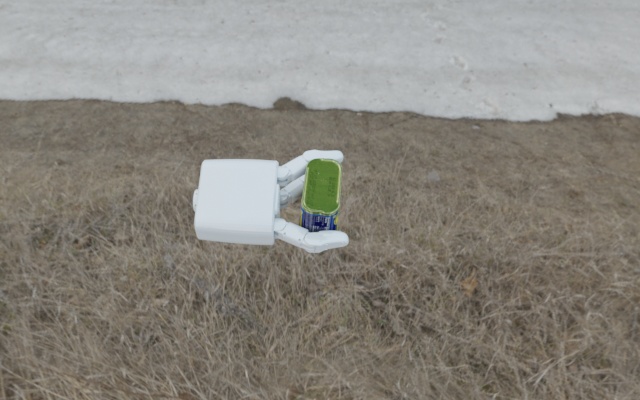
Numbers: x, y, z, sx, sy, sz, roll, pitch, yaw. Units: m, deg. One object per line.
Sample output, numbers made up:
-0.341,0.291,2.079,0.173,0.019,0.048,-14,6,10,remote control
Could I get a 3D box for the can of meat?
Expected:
0.000,0.002,0.678,0.057,0.102,0.084,5,-37,0,can of meat
